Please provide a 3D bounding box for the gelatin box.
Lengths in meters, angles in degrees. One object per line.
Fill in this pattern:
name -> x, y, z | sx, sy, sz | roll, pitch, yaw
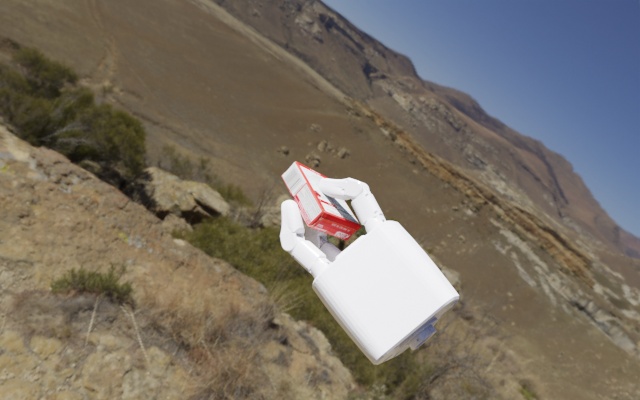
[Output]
gelatin box -> 0.000, 0.001, 0.575 | 0.030, 0.089, 0.073 | -44, -38, 19
